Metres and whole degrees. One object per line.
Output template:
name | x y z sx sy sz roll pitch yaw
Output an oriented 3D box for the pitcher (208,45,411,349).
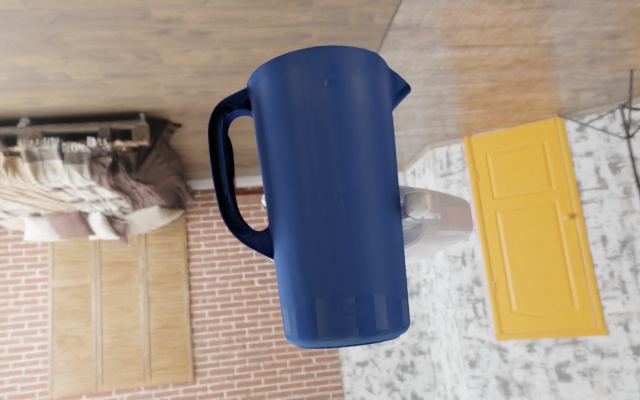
pitcher | 0.000 0.001 0.426 0.149 0.242 0.145 -15 -14 43
